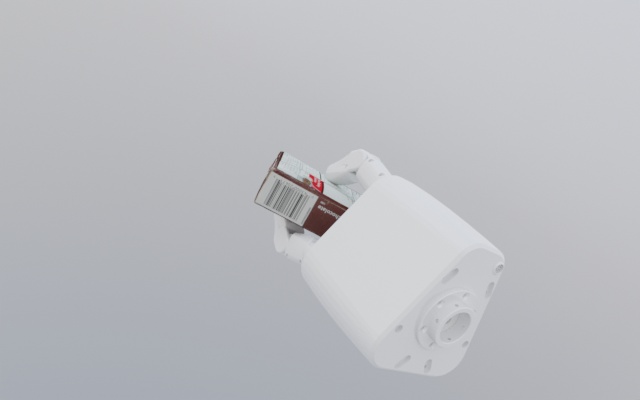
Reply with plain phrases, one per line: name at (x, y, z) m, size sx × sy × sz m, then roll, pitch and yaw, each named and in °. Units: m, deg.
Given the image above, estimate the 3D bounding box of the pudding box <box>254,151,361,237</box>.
pudding box at (0.000, 0.001, 0.446) m, size 0.113 × 0.039 × 0.090 m, roll 30°, pitch 13°, yaw -8°
